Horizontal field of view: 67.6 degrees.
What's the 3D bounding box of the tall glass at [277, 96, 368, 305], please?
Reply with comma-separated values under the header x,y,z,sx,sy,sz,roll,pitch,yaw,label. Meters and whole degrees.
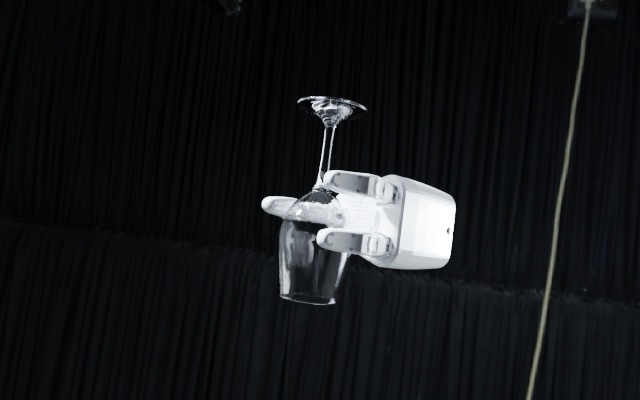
x,y,z,sx,sy,sz,roll,pitch,yaw,label
0.000,0.001,0.492,0.079,0.201,0.079,8,-4,1,tall glass
